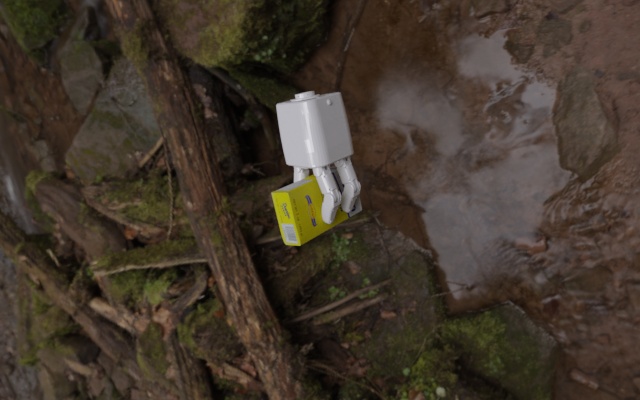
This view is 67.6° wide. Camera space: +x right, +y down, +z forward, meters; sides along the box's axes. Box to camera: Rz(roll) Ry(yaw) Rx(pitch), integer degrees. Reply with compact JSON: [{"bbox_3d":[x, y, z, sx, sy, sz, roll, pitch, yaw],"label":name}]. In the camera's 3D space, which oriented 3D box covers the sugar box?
[{"bbox_3d":[0.000,0.003,0.820,0.048,0.093,0.176,2,21,44],"label":"sugar box"}]
